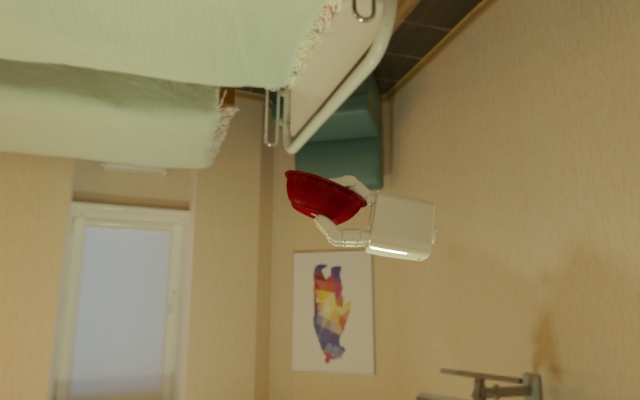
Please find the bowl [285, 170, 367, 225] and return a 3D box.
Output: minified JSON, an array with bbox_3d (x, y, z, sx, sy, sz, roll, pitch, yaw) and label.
[{"bbox_3d":[-0.001,0.003,0.871,0.162,0.055,0.162,21,-10,4],"label":"bowl"}]
